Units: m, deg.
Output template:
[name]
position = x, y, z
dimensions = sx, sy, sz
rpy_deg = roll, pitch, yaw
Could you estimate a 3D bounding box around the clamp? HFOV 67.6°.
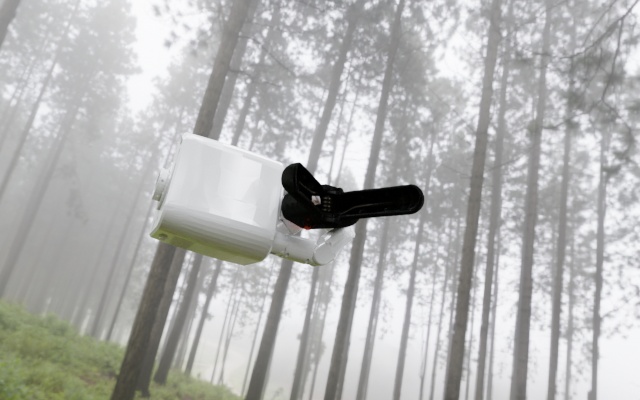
[clamp]
position = 0.000, 0.001, 0.444
dimensions = 0.120, 0.039, 0.171
rpy_deg = 18, -19, -22
